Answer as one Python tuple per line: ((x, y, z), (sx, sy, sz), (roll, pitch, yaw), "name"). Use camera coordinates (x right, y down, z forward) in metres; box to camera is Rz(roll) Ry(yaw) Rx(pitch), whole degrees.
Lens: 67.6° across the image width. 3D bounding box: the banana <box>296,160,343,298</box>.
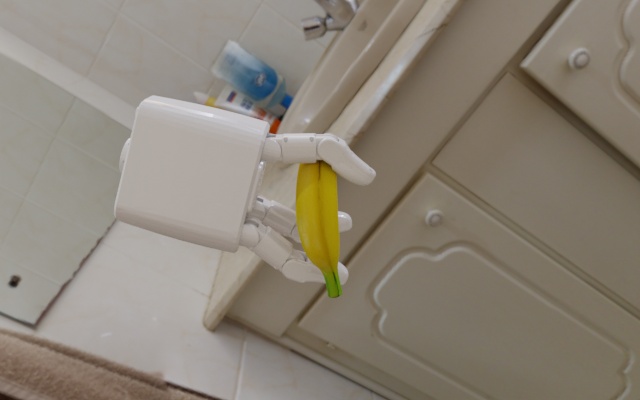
((-0.001, -0.010, 0.440), (0.037, 0.070, 0.197), (-3, 43, 4), "banana")
